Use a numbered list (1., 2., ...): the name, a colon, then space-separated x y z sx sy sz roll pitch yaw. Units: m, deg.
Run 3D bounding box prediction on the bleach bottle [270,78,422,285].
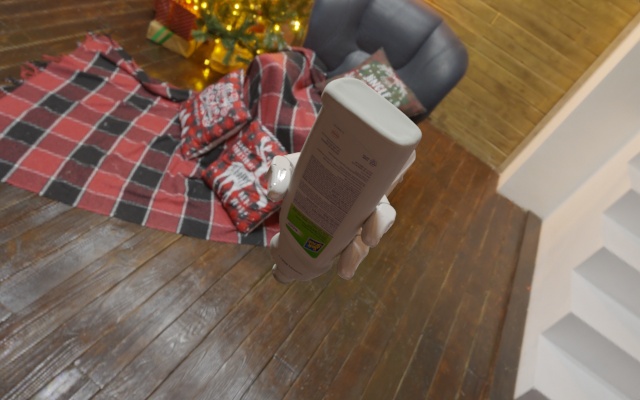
1. bleach bottle: 0.000 0.002 0.512 0.102 0.251 0.068 42 39 13
